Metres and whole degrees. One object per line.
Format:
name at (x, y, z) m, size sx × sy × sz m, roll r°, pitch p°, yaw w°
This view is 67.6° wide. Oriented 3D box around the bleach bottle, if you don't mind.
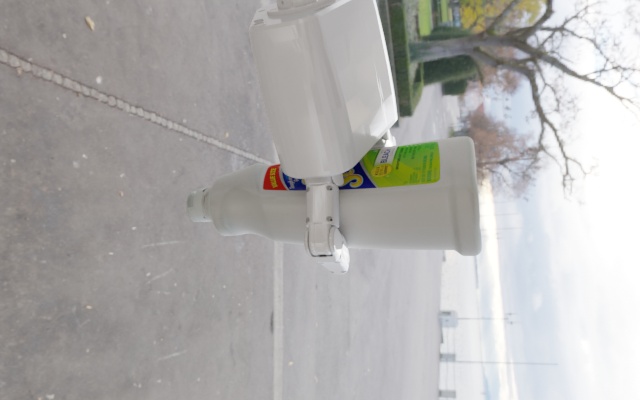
bleach bottle at (0.000, 0.001, 0.400) m, size 0.251 × 0.068 × 0.102 m, roll -4°, pitch 32°, yaw 17°
